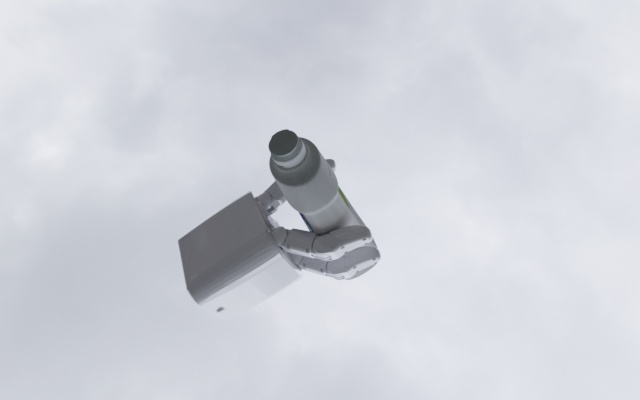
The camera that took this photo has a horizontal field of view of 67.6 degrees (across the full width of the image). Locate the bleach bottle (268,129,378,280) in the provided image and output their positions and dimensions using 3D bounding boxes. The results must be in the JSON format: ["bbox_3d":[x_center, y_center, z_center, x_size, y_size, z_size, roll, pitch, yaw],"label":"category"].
[{"bbox_3d":[0.000,0.002,0.529,0.068,0.102,0.251,-32,-34,0],"label":"bleach bottle"}]
